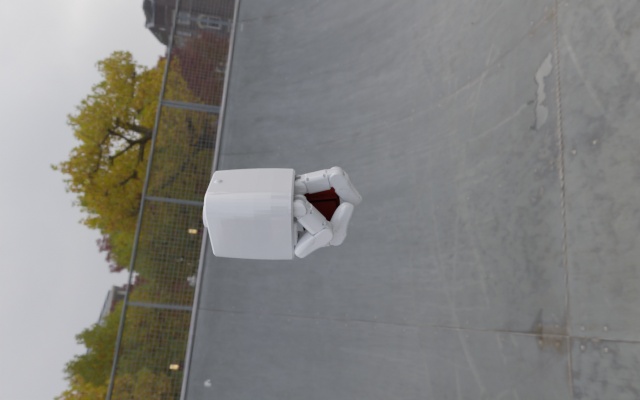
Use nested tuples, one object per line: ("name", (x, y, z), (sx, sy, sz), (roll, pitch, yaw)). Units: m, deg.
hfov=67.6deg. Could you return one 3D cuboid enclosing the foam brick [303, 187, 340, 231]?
("foam brick", (0.000, 0.002, 0.665), (0.051, 0.053, 0.078), (-6, 30, 5))
